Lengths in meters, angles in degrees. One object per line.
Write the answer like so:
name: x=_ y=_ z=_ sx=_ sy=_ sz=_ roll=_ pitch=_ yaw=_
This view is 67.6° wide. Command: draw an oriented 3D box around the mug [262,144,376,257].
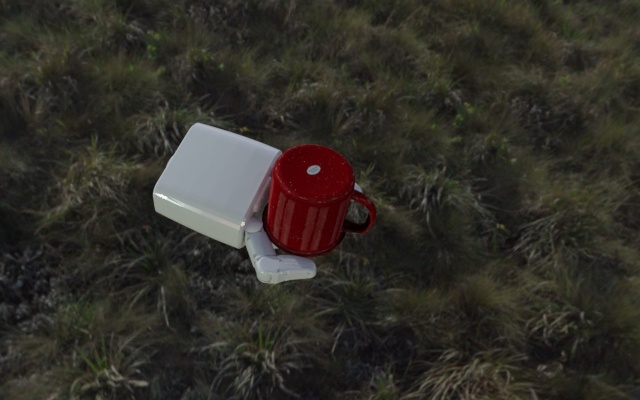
mug: x=0.001 y=0.002 z=0.488 sx=0.117 sy=0.093 sz=0.082 roll=20 pitch=-41 yaw=5
